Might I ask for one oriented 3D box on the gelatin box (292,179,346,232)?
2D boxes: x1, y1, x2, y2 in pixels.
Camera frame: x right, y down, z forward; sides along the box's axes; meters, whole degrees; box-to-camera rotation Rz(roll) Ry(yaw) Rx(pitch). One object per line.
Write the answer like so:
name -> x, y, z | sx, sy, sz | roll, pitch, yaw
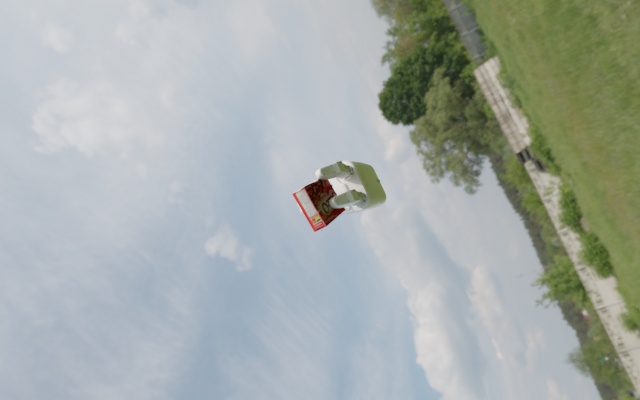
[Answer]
gelatin box -> 0.000, 0.003, 0.798 | 0.030, 0.073, 0.089 | -28, 3, 30
